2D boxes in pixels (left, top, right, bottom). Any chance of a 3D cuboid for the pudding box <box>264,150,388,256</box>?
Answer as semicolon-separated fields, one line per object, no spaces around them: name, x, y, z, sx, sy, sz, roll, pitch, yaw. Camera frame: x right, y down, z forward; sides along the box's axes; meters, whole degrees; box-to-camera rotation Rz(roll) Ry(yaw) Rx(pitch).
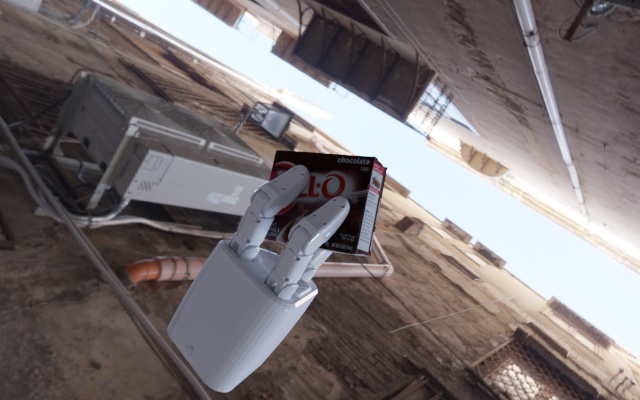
pudding box;0.000;0.002;0.456;0.113;0.090;0.039;7;-9;29
